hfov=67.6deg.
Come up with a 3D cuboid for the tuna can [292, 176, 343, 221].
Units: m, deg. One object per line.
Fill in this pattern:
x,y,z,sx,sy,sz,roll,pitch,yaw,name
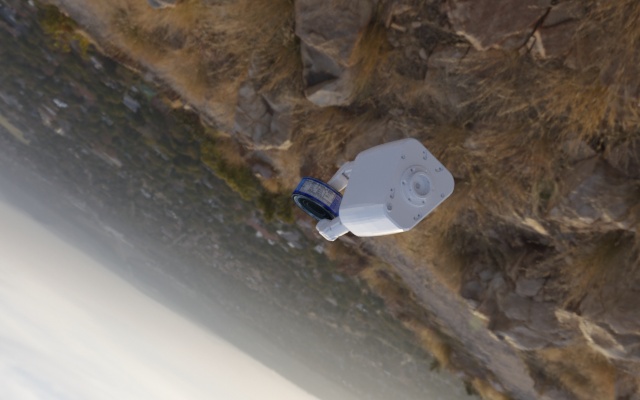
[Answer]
0.000,0.003,0.713,0.086,0.033,0.086,30,-17,10,tuna can
